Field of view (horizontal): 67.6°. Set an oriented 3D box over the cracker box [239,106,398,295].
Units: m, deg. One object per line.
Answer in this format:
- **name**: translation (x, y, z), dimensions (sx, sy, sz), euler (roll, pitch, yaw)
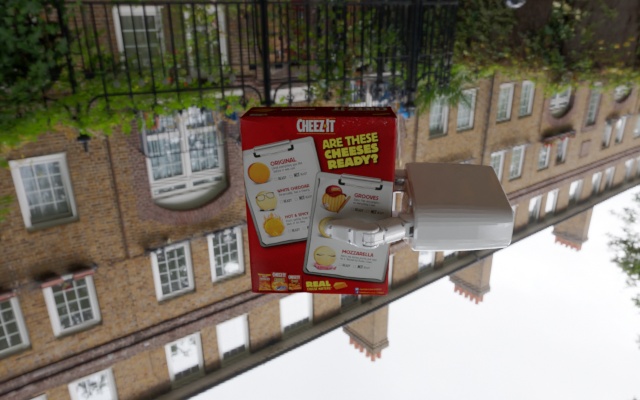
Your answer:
- **cracker box**: translation (0.000, 0.002, 0.552), dimensions (0.164, 0.214, 0.072), euler (0, 22, 3)
